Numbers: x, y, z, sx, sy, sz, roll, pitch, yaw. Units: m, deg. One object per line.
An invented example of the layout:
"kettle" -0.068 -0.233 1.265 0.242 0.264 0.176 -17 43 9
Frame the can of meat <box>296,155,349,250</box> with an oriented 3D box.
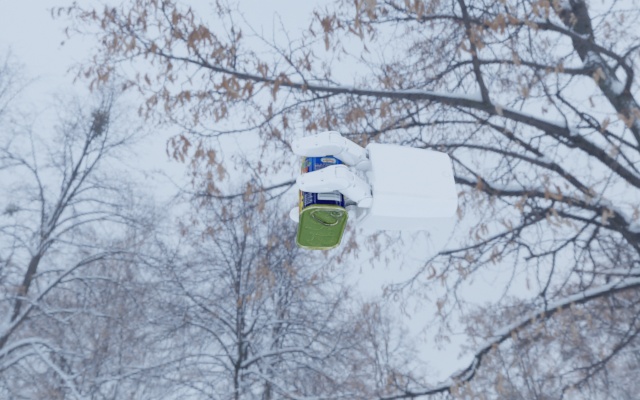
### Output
"can of meat" 0.000 0.002 0.602 0.057 0.084 0.102 3 -33 -6
